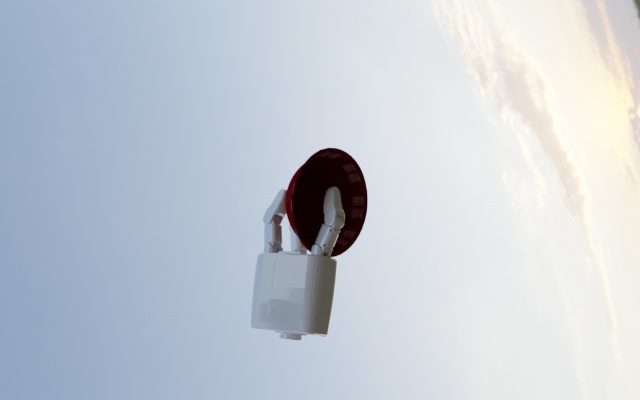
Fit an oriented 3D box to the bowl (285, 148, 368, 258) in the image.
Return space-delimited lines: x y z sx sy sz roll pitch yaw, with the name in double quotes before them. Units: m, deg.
"bowl" 0.000 0.001 0.715 0.162 0.162 0.055 0 3 -45
